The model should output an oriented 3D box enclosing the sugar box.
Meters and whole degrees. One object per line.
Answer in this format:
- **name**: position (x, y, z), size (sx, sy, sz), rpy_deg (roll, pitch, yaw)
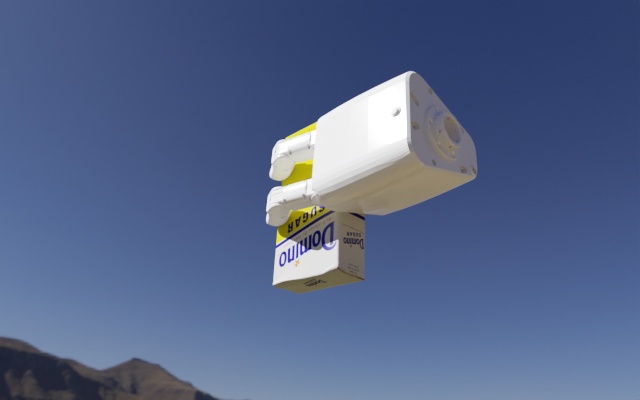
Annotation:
- **sugar box**: position (0.000, 0.001, 0.499), size (0.093, 0.176, 0.048), rpy_deg (-21, -36, 40)
